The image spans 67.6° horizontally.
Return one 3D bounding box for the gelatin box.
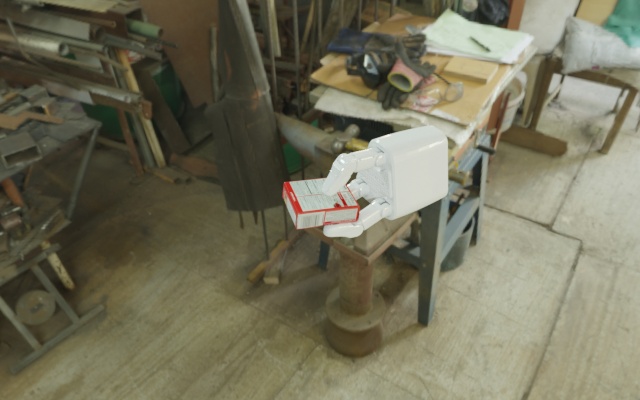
[{"bbox_3d":[0.000,0.002,0.650,0.089,0.030,0.073,-6,39,-18],"label":"gelatin box"}]
